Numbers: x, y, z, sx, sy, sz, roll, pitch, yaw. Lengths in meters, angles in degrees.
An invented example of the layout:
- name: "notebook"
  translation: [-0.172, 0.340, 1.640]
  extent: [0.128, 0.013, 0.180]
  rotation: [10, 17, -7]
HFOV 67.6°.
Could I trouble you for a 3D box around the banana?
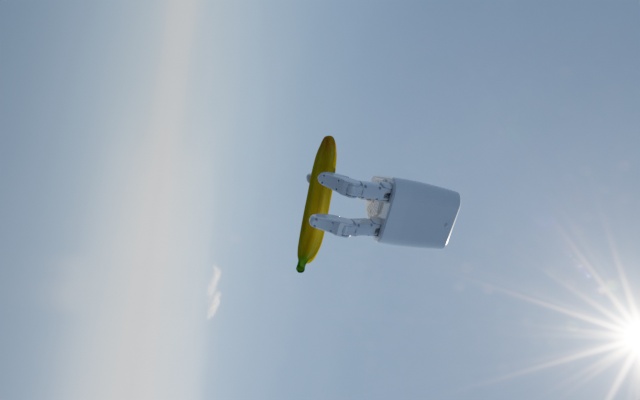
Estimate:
- name: "banana"
  translation: [-0.003, 0.006, 0.697]
  extent: [0.037, 0.198, 0.069]
  rotation: [11, -4, -7]
